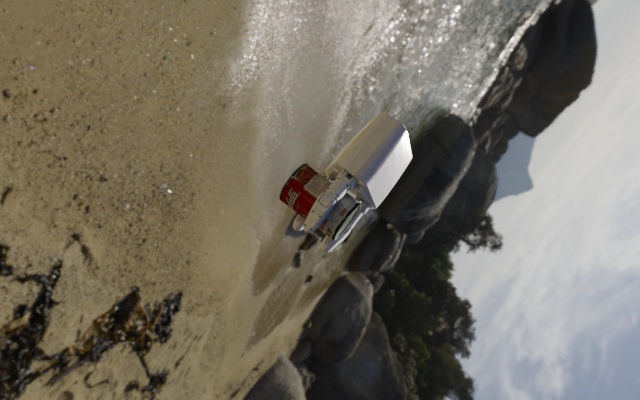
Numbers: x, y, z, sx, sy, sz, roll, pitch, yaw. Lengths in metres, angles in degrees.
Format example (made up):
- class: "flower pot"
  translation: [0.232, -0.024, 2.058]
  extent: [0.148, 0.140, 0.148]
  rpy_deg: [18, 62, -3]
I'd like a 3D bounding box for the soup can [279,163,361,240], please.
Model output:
- class: "soup can"
  translation: [0.000, 0.003, 0.698]
  extent: [0.102, 0.068, 0.068]
  rpy_deg: [37, 9, 12]
